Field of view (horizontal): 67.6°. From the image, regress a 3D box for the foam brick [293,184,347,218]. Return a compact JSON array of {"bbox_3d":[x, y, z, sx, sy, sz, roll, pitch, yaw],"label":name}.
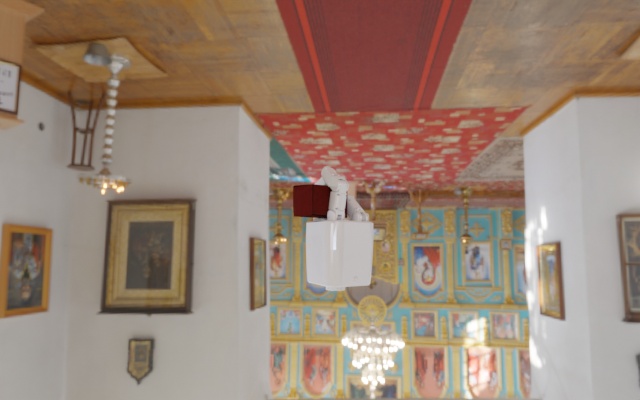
[{"bbox_3d":[0.000,0.002,0.790,0.078,0.051,0.053,5,-5,-39],"label":"foam brick"}]
